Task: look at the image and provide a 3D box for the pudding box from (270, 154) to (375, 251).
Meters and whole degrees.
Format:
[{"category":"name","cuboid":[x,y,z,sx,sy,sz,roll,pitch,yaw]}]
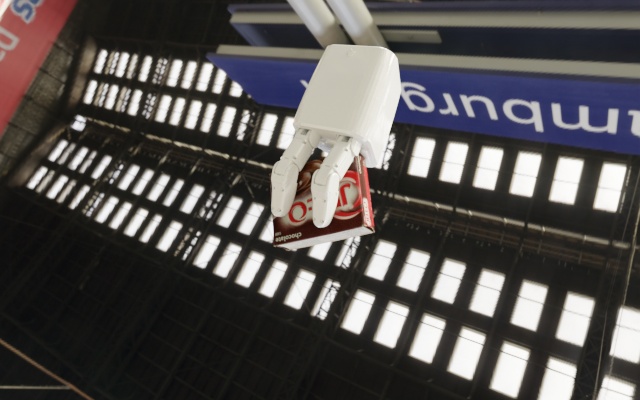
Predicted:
[{"category":"pudding box","cuboid":[0.000,0.002,0.538,0.113,0.090,0.039,-16,-24,25]}]
